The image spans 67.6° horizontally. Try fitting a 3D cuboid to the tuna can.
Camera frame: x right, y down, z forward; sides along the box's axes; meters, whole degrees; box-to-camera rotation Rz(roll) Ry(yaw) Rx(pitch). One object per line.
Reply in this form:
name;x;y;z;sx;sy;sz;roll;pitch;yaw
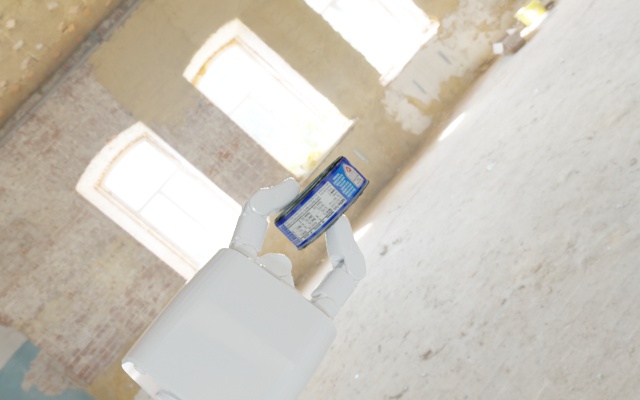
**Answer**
tuna can;0.000;0.001;0.412;0.086;0.034;0.086;-44;4;4
